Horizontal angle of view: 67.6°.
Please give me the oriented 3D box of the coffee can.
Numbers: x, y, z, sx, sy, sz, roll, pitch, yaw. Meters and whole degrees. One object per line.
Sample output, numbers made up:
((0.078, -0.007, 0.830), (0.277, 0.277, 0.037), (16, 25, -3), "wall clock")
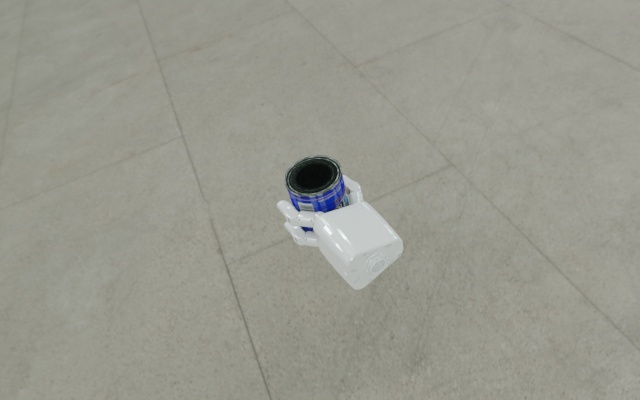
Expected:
((0.000, 0.003, 0.871), (0.103, 0.102, 0.140), (0, -43, 15), "coffee can")
